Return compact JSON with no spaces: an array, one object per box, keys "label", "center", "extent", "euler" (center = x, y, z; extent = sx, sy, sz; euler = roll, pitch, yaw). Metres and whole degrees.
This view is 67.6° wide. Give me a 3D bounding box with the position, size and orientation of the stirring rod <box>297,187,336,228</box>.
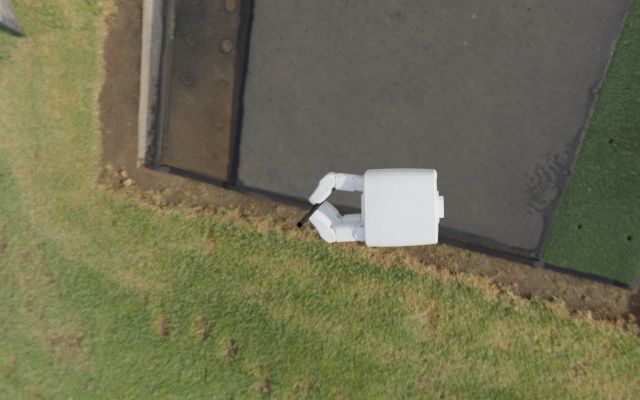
[{"label":"stirring rod","center":[0.000,0.002,0.770],"extent":[0.011,0.011,0.239],"euler":[0,15,15]}]
